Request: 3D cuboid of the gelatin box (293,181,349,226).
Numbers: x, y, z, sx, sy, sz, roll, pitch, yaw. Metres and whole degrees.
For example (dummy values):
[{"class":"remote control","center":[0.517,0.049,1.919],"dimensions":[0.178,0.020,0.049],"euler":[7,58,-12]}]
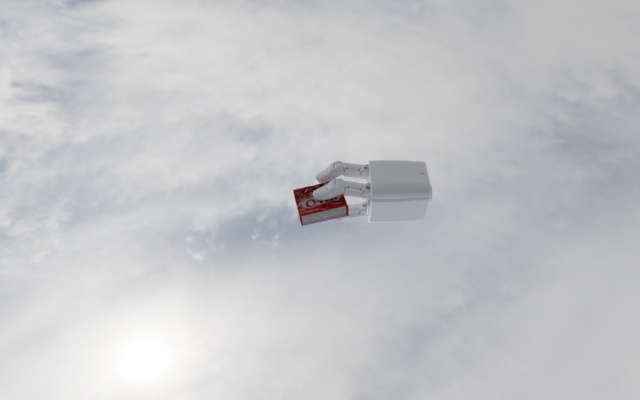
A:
[{"class":"gelatin box","center":[0.000,0.003,0.867],"dimensions":[0.089,0.030,0.073],"euler":[-13,44,-4]}]
